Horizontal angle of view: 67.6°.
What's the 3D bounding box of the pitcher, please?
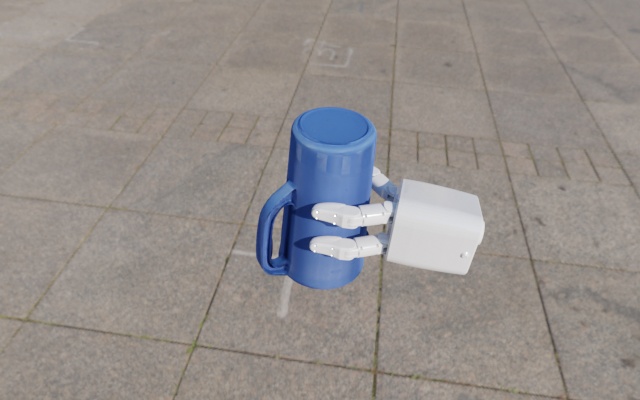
[{"bbox_3d":[0.000,0.002,0.662,0.145,0.243,0.149,13,40,10],"label":"pitcher"}]
